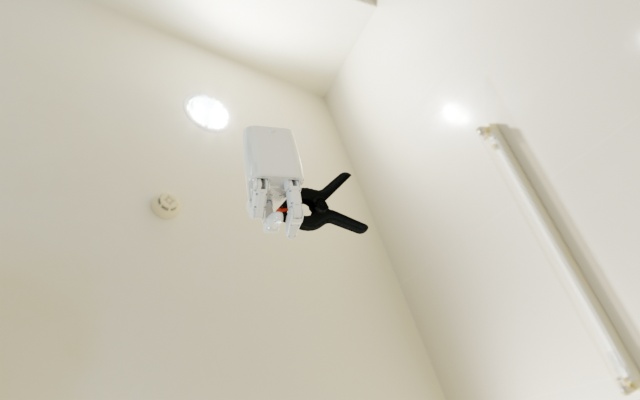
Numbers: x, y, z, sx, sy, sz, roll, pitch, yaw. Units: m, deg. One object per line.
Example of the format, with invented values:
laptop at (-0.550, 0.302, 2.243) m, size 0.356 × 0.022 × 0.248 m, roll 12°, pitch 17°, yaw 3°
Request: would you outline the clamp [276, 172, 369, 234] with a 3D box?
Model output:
clamp at (0.000, 0.003, 0.855) m, size 0.171 × 0.120 × 0.039 m, roll 2°, pitch -29°, yaw -26°
